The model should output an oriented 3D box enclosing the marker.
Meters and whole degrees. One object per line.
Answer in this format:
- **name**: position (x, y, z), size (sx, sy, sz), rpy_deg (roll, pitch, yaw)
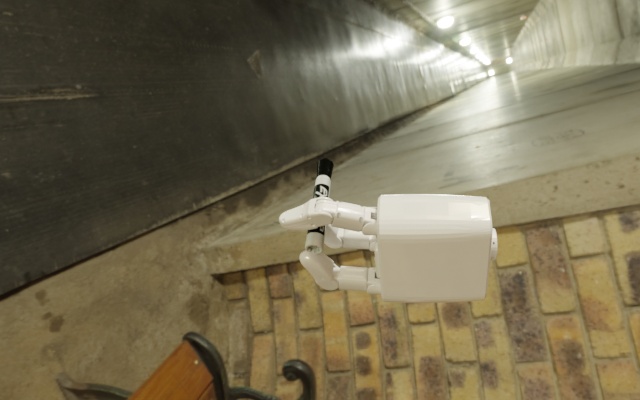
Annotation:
- **marker**: position (0.000, 0.002, 0.513), size (0.020, 0.121, 0.020), rpy_deg (5, -37, 4)
